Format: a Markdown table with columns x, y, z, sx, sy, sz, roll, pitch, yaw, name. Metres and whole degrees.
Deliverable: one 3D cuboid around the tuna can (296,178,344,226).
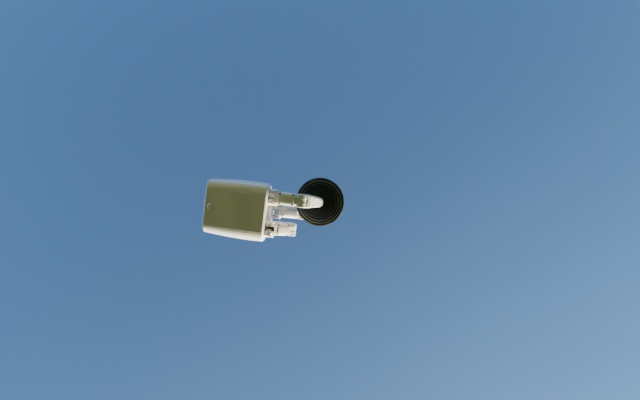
| x | y | z | sx | sy | sz | roll | pitch | yaw | name |
| --- | --- | --- | --- | --- | --- | --- | --- | --- | --- |
| 0.000 | 0.003 | 0.856 | 0.086 | 0.086 | 0.034 | 0 | -1 | 5 | tuna can |
